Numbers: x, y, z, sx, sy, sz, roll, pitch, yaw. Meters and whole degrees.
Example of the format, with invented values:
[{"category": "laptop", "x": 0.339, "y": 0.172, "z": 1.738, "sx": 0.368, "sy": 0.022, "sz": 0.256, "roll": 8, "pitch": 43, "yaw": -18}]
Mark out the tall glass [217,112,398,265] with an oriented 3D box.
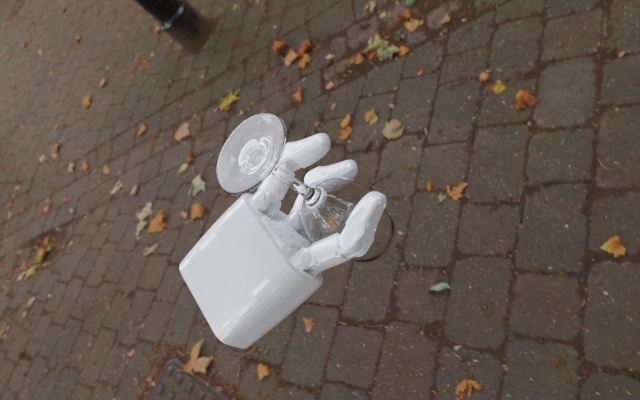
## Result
[{"category": "tall glass", "x": 0.000, "y": 0.001, "z": 0.452, "sx": 0.079, "sy": 0.079, "sz": 0.201, "roll": 0, "pitch": -23, "yaw": 39}]
